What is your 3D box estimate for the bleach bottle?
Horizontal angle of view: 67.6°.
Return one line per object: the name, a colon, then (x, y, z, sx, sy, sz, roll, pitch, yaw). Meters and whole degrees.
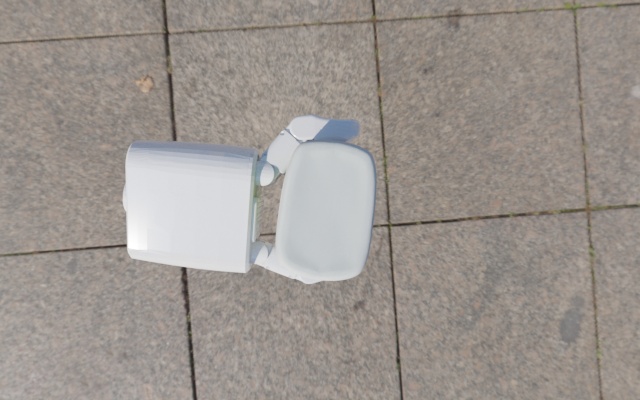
bleach bottle: (0.000, 0.001, 0.453, 0.068, 0.102, 0.251, 8, 1, -3)
